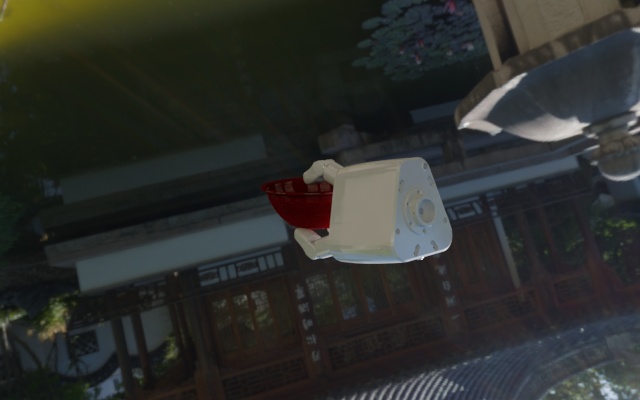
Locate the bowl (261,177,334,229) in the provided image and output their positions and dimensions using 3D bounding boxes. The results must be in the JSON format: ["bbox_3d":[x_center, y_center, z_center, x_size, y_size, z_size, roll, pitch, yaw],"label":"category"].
[{"bbox_3d":[0.000,0.002,0.659,0.162,0.055,0.162,-2,11,0],"label":"bowl"}]
